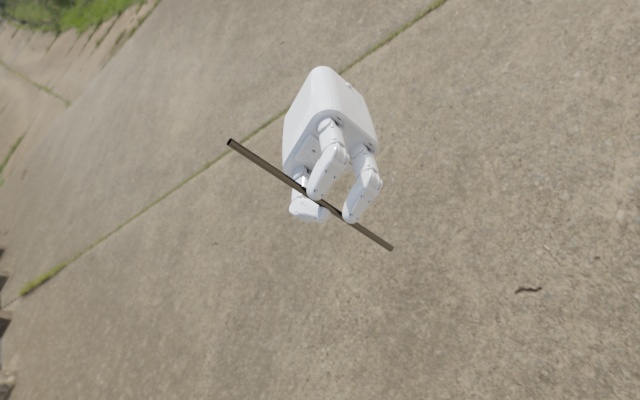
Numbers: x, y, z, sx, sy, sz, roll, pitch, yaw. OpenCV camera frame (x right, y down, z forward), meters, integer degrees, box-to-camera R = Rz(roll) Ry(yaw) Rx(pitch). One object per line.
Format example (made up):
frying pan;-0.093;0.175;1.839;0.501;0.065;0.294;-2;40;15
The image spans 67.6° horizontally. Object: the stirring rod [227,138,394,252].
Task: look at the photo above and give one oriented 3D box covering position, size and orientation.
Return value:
stirring rod;0.000;0.002;0.506;0.240;0.011;0.011;34;-20;-33
